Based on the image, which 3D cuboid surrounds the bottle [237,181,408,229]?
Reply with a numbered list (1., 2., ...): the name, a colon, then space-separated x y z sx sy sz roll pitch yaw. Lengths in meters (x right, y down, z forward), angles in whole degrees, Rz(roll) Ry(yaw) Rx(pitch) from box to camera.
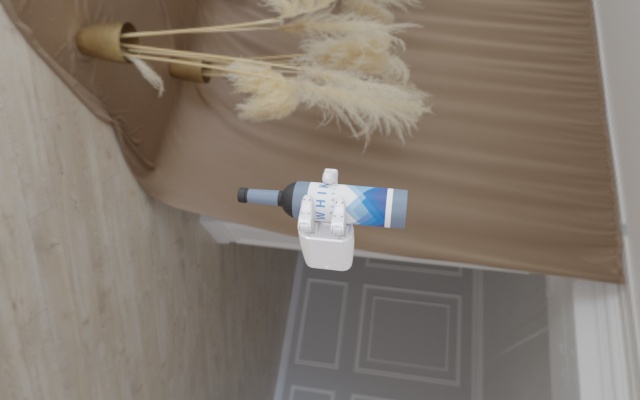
1. bottle: 0.000 0.003 0.832 0.296 0.069 0.069 5 1 9
